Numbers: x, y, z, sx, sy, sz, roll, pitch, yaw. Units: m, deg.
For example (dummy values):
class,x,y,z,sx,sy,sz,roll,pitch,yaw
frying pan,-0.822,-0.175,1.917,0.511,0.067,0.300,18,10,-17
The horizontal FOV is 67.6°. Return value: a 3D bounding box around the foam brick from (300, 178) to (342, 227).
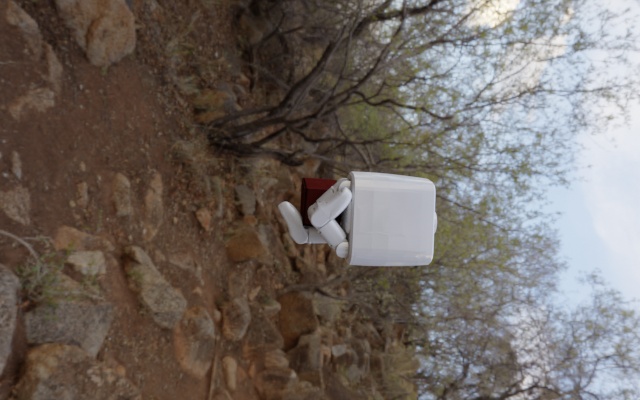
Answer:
class,x,y,z,sx,sy,sz,roll,pitch,yaw
foam brick,0.000,0.002,0.657,0.051,0.053,0.078,3,14,-6
